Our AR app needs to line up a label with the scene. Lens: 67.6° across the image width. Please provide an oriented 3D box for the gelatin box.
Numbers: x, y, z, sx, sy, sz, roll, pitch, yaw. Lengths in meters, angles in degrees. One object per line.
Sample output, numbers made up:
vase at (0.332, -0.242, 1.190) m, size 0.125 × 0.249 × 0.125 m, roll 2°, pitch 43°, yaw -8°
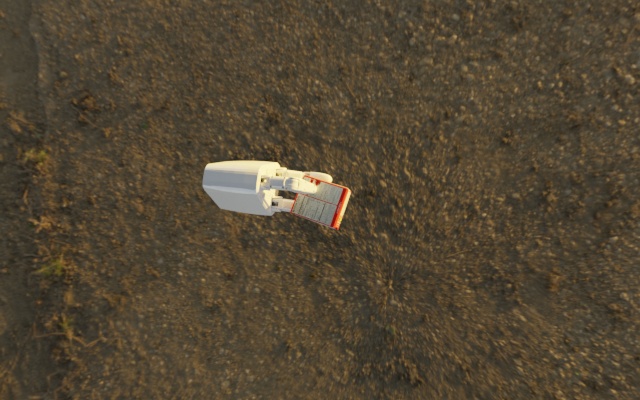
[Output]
gelatin box at (0.000, 0.003, 0.841) m, size 0.089 × 0.073 × 0.030 m, roll 18°, pitch -5°, yaw 20°
